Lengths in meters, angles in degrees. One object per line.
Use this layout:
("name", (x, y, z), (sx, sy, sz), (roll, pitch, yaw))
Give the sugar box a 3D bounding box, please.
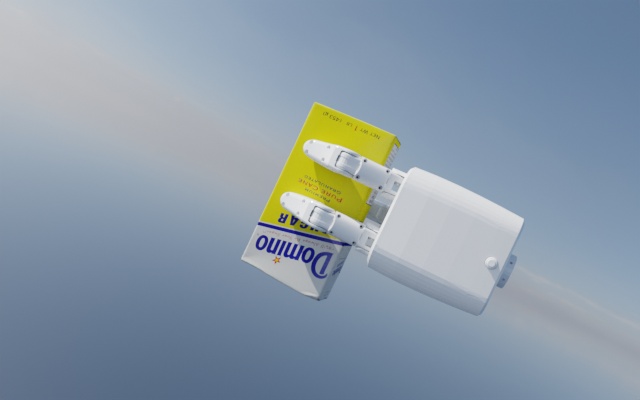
("sugar box", (0.000, 0.001, 0.479), (0.093, 0.176, 0.048), (25, 0, 17))
